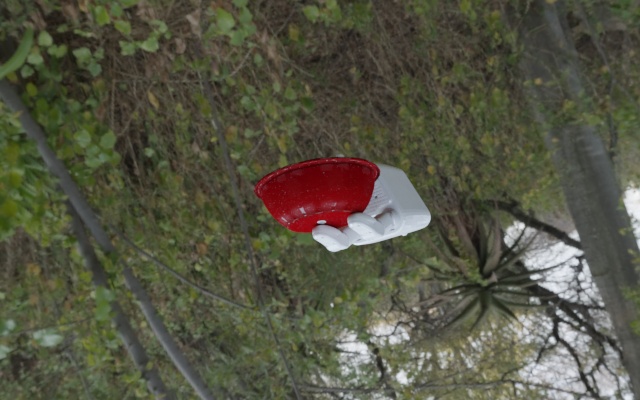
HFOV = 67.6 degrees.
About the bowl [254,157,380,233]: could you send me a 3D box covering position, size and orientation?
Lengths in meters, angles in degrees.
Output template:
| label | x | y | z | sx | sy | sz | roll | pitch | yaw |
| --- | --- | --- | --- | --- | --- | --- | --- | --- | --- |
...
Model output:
| label | x | y | z | sx | sy | sz | roll | pitch | yaw |
| --- | --- | --- | --- | --- | --- | --- | --- | --- | --- |
| bowl | -0.001 | 0.002 | 0.601 | 0.162 | 0.055 | 0.162 | -8 | -18 | -3 |
